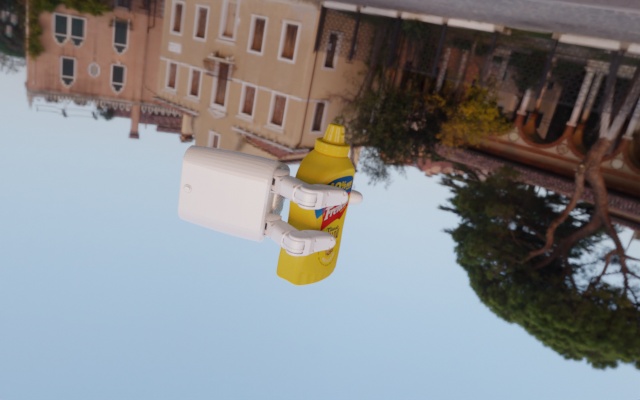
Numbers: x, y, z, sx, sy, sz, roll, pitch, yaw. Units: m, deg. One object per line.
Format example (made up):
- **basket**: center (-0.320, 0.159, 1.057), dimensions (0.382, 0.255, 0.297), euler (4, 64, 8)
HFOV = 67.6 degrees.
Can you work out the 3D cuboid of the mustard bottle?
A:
- **mustard bottle**: center (0.000, 0.002, 0.577), dimensions (0.058, 0.192, 0.096), euler (22, 21, 31)
